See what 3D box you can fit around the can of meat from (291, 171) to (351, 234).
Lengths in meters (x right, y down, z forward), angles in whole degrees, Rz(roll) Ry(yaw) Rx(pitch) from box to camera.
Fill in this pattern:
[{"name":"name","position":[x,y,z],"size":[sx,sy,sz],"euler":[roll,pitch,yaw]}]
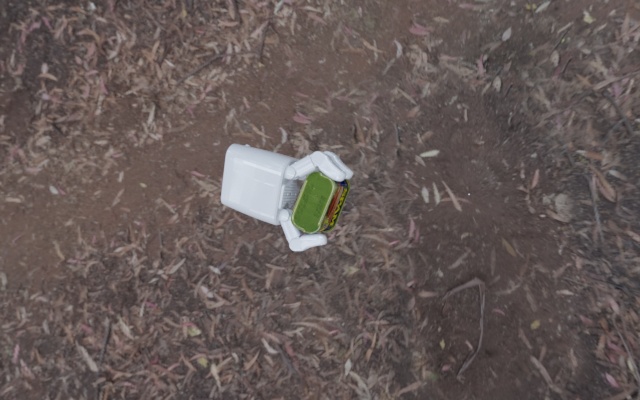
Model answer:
[{"name":"can of meat","position":[0.000,0.003,0.773],"size":[0.057,0.102,0.084],"euler":[24,8,16]}]
